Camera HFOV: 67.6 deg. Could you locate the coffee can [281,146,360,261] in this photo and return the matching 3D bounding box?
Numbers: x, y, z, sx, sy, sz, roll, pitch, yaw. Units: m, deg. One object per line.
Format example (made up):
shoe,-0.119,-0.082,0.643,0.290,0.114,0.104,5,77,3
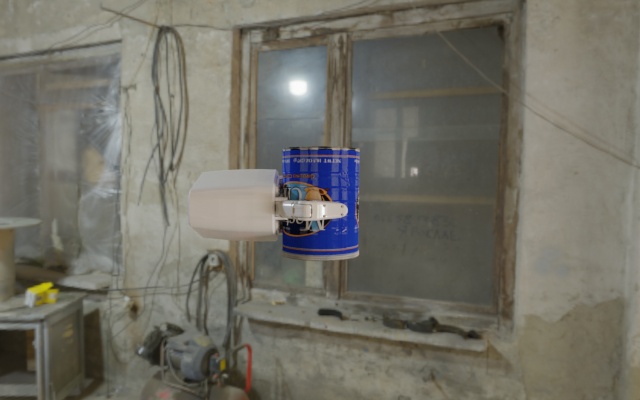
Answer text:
coffee can,0.000,0.002,0.630,0.103,0.140,0.103,0,3,0
